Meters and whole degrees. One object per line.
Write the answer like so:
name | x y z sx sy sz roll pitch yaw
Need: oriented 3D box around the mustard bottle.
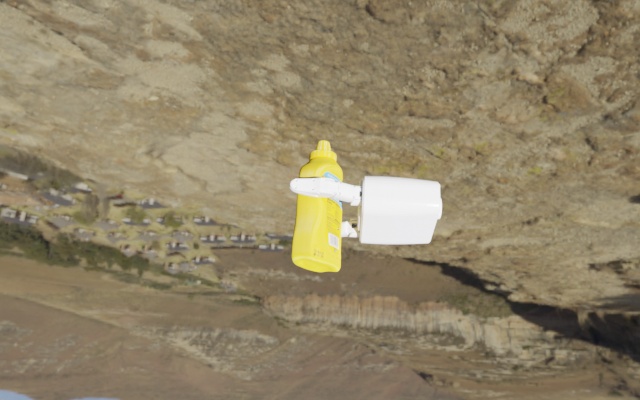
mustard bottle | 0.000 0.003 0.694 0.058 0.191 0.096 -6 -21 27
